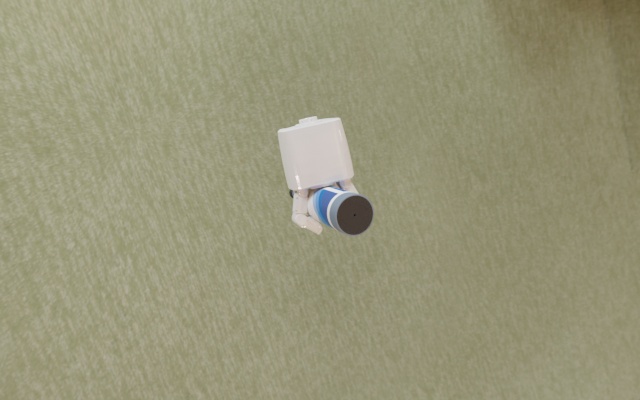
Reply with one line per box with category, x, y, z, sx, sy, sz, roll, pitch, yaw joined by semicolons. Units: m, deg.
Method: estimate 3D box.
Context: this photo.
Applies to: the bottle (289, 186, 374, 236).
bottle;0.000;0.003;0.872;0.069;0.069;0.295;0;8;-21
